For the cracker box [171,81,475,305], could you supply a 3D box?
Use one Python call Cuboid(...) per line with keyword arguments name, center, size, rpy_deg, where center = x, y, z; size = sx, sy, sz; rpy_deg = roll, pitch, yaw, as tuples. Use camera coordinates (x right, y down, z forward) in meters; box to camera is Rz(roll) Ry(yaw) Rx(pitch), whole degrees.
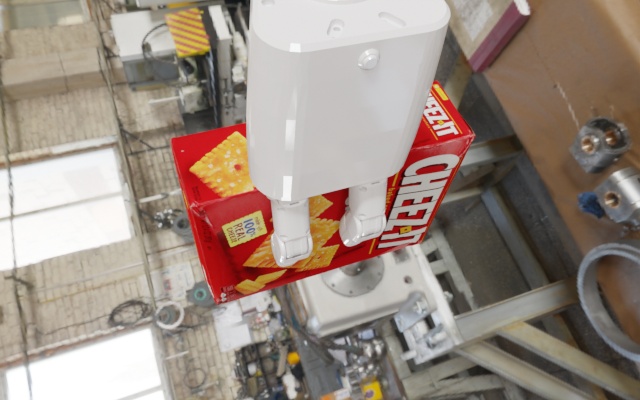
Cuboid(name="cracker box", center=(0.000, 0.001, 0.401), size=(0.213, 0.072, 0.164), rpy_deg=(-14, -32, -15))
